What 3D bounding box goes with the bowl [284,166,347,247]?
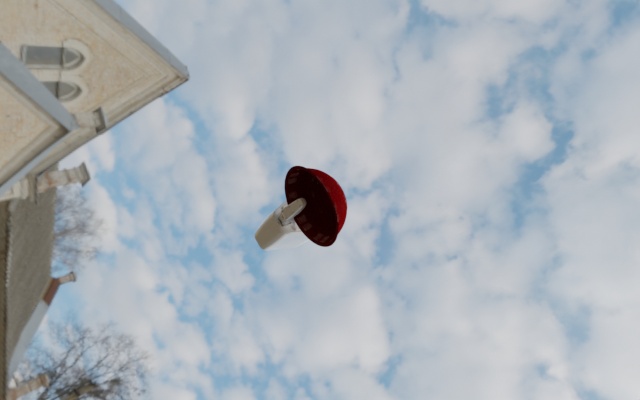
[{"bbox_3d":[0.001,0.003,0.892,0.055,0.162,0.162,-25,13,-30],"label":"bowl"}]
